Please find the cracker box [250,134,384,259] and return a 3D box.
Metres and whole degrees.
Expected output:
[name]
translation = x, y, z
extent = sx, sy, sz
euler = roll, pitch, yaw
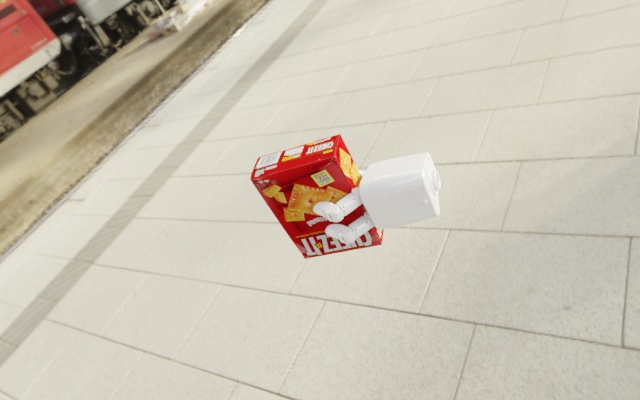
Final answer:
[cracker box]
translation = 0.000, 0.003, 0.845
extent = 0.164, 0.214, 0.072
euler = -13, 38, 24
